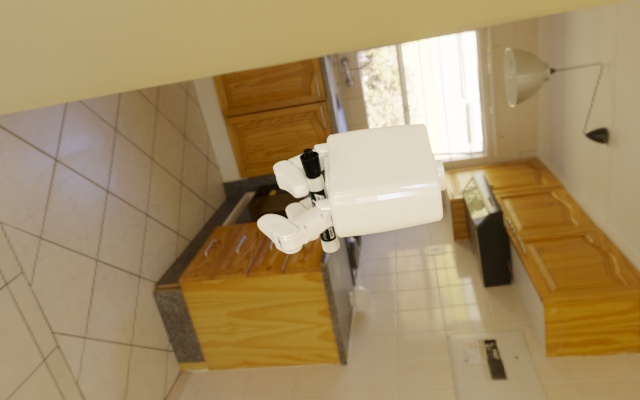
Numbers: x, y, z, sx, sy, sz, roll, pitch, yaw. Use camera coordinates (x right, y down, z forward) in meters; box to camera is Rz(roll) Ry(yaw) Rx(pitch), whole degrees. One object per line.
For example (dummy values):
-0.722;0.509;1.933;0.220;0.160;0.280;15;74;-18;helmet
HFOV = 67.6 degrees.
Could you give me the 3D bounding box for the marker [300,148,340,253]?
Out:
0.000;0.002;0.487;0.020;0.121;0.020;-10;33;6;marker
